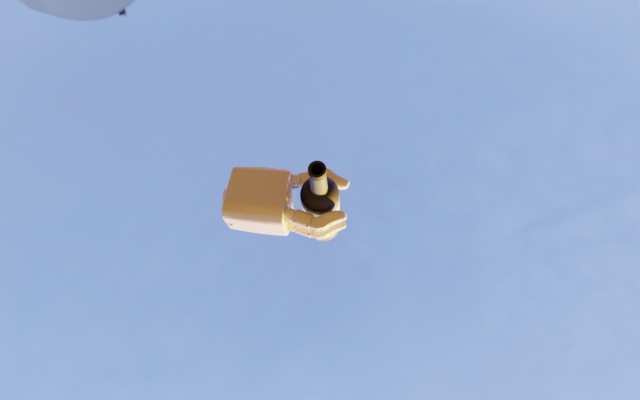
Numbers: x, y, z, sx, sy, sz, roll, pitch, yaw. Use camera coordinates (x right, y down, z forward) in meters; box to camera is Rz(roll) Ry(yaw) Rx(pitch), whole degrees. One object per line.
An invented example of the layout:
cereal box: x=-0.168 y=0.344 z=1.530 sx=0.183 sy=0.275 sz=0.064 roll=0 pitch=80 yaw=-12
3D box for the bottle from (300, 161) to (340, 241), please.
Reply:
bottle: x=0.000 y=0.003 z=0.832 sx=0.069 sy=0.069 sz=0.296 roll=0 pitch=-19 yaw=2
